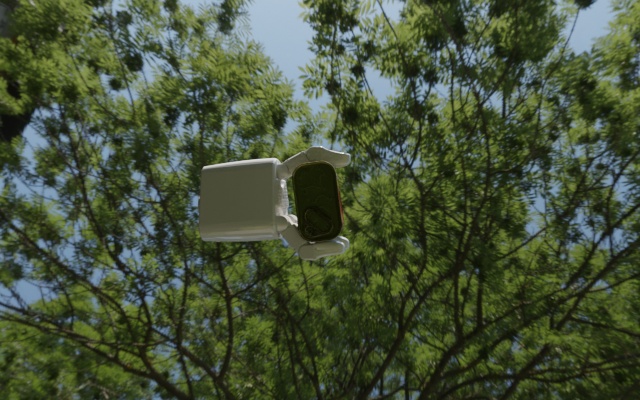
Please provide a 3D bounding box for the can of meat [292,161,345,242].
[{"bbox_3d":[0.000,0.002,0.648,0.057,0.102,0.084,-8,-2,6],"label":"can of meat"}]
